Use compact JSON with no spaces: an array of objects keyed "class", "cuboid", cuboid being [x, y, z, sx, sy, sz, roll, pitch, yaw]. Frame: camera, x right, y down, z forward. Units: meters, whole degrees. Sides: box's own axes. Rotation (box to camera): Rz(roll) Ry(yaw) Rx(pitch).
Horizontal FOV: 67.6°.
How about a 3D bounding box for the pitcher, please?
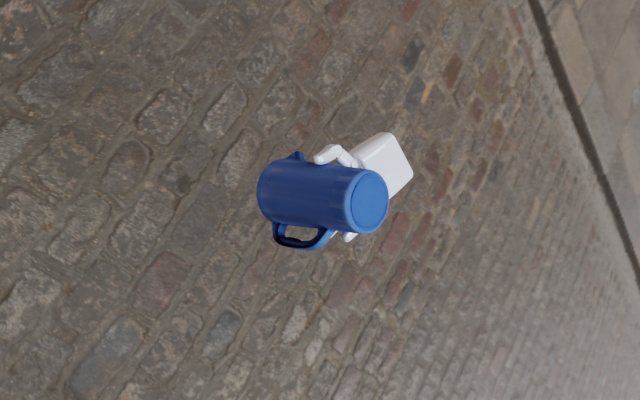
[{"class":"pitcher","cuboid":[0.000,0.003,0.870,0.145,0.149,0.243,-36,27,-32]}]
